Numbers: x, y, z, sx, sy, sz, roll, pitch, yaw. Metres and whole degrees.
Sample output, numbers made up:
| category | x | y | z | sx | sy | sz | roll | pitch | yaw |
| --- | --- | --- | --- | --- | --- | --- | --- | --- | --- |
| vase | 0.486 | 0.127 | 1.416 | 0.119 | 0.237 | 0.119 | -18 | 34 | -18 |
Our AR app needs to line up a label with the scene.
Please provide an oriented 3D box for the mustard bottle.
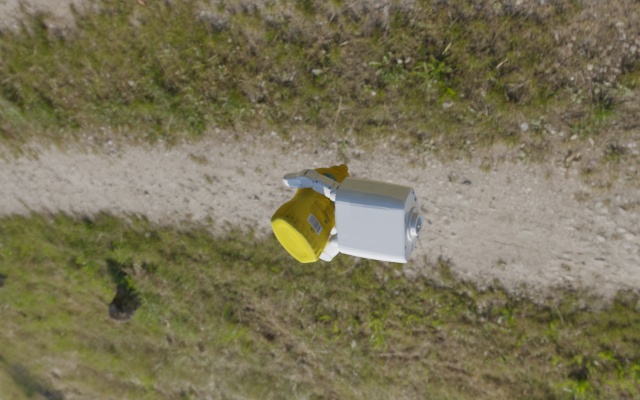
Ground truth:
| category | x | y | z | sx | sy | sz | roll | pitch | yaw |
| --- | --- | --- | --- | --- | --- | --- | --- | --- | --- |
| mustard bottle | 0.000 | 0.003 | 0.776 | 0.058 | 0.096 | 0.191 | -15 | 30 | 43 |
